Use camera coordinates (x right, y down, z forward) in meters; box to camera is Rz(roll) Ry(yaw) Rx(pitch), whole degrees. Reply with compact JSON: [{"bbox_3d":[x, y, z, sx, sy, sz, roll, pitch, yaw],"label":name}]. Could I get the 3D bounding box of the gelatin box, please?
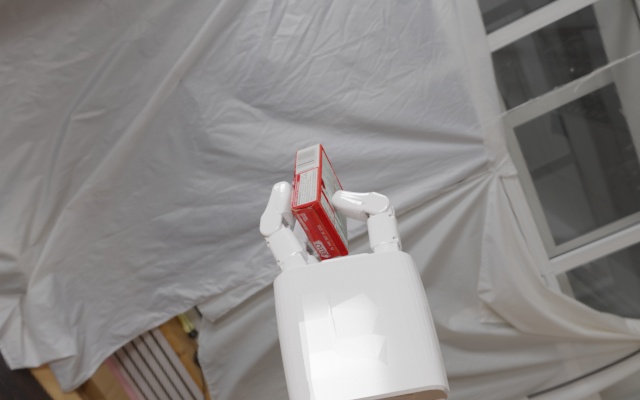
[{"bbox_3d":[0.001,0.001,0.459,0.030,0.073,0.089,-16,40,15],"label":"gelatin box"}]
